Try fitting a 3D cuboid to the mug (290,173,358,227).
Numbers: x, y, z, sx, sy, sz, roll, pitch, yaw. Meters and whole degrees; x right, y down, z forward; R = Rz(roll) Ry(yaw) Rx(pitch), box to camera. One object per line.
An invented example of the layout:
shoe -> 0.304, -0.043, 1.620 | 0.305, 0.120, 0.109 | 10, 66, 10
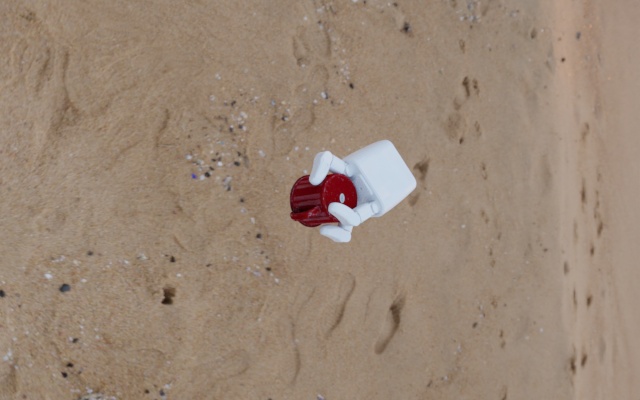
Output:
mug -> -0.001, 0.003, 0.801 | 0.117, 0.093, 0.081 | -29, 14, -38
